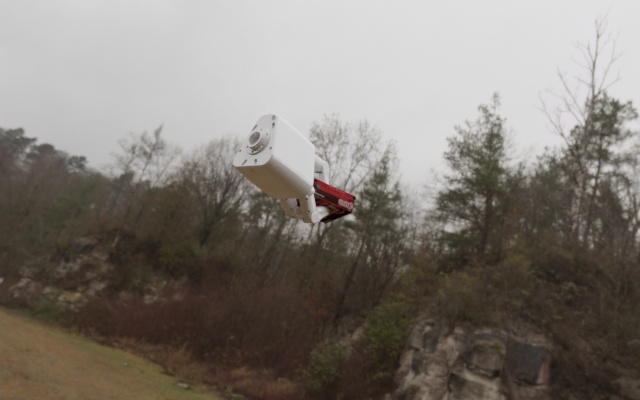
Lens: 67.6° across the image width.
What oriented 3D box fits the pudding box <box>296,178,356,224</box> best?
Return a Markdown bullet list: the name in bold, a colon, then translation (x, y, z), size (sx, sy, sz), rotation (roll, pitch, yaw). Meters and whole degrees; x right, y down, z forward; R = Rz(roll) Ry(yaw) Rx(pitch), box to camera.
- **pudding box**: translation (0.000, 0.003, 0.895), size (0.090, 0.039, 0.113), rotation (25, -20, -19)
